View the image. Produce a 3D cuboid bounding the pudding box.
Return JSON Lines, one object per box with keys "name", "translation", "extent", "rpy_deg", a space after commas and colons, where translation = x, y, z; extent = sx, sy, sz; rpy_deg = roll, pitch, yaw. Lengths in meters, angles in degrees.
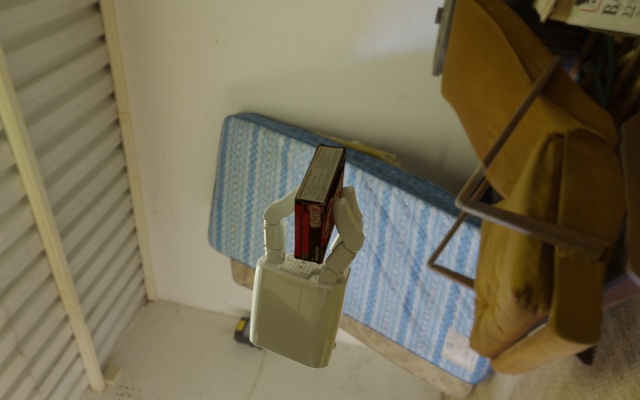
{"name": "pudding box", "translation": [0.000, 0.002, 0.548], "extent": [0.039, 0.090, 0.113], "rpy_deg": [10, 40, 7]}
